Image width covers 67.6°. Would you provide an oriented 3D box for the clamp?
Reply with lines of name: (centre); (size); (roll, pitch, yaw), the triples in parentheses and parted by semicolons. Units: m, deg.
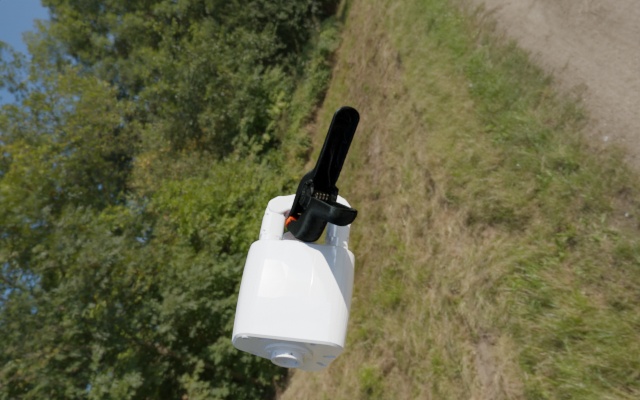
clamp: (-0.001, 0.001, 0.482); (0.039, 0.120, 0.172); (15, -38, -10)
